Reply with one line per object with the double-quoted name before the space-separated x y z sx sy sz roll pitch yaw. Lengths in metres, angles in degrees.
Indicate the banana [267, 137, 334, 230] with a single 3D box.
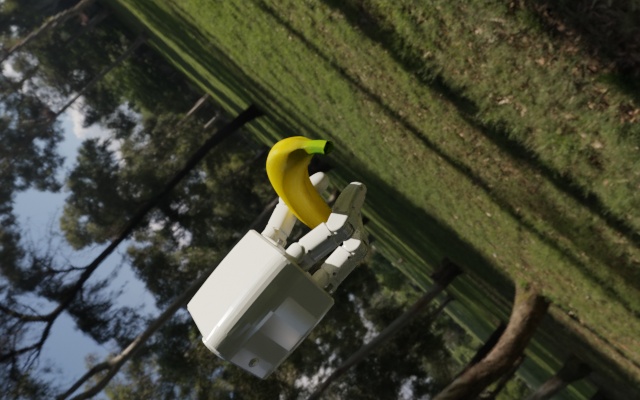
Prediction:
"banana" -0.015 -0.009 0.474 0.069 0.037 0.198 32 -17 19
